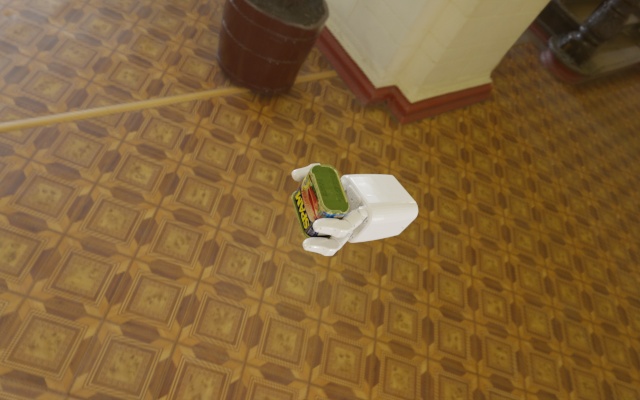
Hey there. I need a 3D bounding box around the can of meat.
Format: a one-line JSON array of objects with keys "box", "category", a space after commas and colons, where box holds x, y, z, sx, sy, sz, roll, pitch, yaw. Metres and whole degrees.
[{"box": [0.000, 0.002, 0.795, 0.057, 0.102, 0.084, -1, -34, -28], "category": "can of meat"}]
